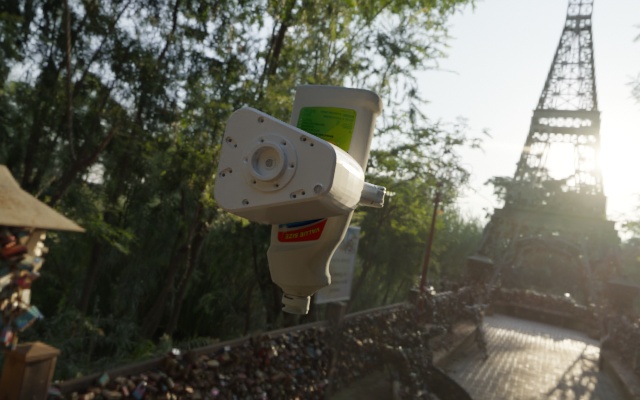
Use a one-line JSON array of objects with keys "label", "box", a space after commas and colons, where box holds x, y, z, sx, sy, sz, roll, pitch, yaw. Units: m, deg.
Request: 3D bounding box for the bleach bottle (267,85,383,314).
[{"label": "bleach bottle", "box": [0.000, 0.002, 0.537, 0.102, 0.251, 0.068, 9, -3, 17]}]
